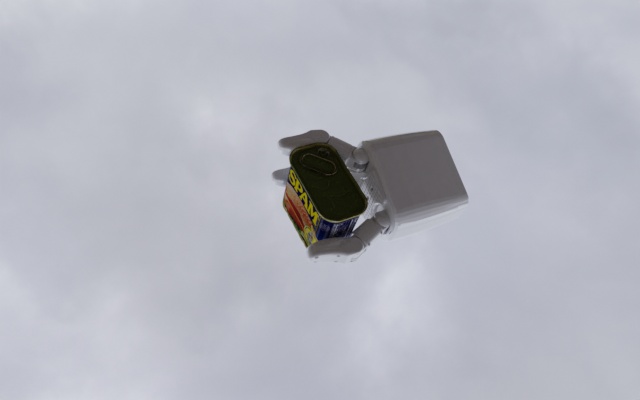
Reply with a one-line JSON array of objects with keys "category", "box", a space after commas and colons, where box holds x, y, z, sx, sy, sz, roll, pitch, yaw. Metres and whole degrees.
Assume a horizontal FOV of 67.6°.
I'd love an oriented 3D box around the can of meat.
[{"category": "can of meat", "box": [0.000, 0.002, 0.532, 0.057, 0.102, 0.084, -17, -29, -24]}]
